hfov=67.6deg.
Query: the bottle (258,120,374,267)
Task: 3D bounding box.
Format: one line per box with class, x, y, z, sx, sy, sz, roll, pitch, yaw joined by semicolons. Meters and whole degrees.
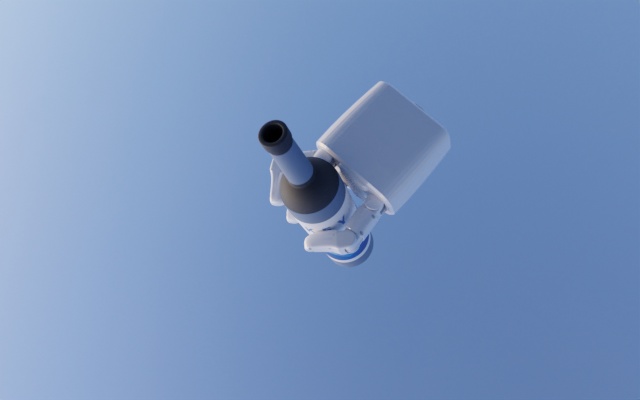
bottle;0.000;0.002;0.533;0.069;0.069;0.296;0;-24;18
